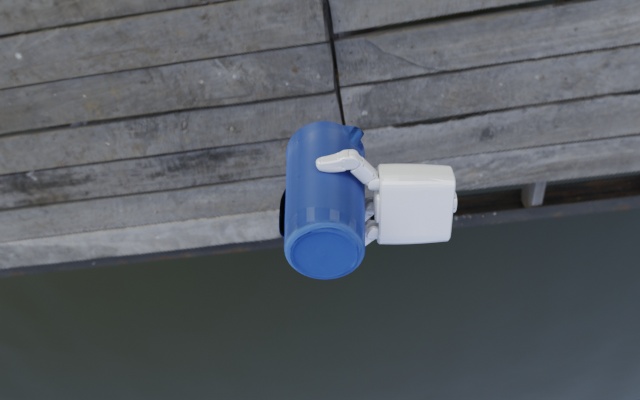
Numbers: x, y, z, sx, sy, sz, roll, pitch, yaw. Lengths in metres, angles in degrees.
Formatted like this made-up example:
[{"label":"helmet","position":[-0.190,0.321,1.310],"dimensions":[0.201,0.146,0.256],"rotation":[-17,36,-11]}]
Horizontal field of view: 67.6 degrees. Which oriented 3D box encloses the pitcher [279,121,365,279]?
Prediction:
[{"label":"pitcher","position":[0.000,0.002,0.723],"dimensions":[0.145,0.149,0.242],"rotation":[0,39,2]}]
